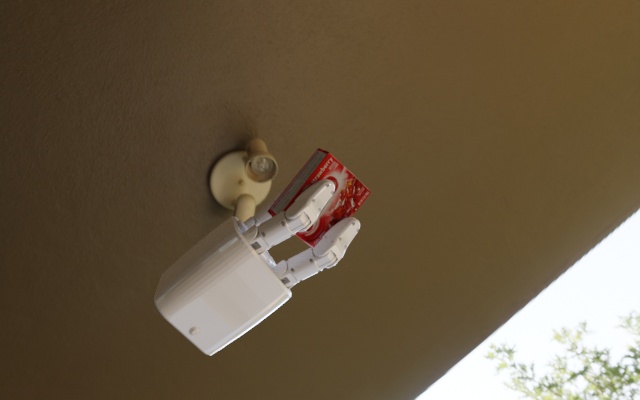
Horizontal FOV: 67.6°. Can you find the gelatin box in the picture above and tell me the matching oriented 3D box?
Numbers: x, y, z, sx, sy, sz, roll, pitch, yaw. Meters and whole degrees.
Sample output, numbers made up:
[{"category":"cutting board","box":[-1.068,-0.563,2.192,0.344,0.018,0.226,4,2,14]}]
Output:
[{"category":"gelatin box","box":[0.000,0.001,0.509,0.073,0.089,0.030,40,-3,-31]}]
